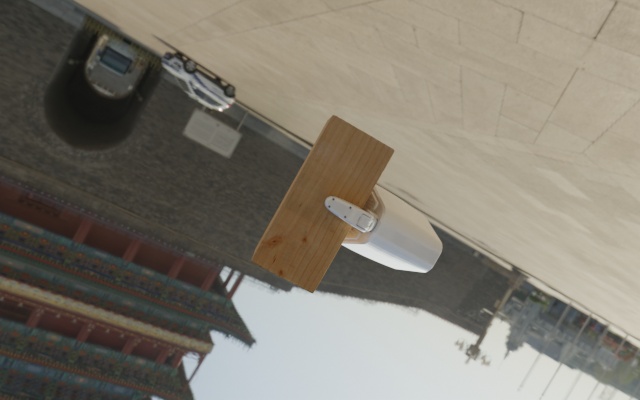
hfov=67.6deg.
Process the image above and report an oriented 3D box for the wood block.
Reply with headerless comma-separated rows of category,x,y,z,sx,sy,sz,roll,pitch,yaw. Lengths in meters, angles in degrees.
wood block,0.000,0.002,0.626,0.090,0.206,0.091,29,3,-7
